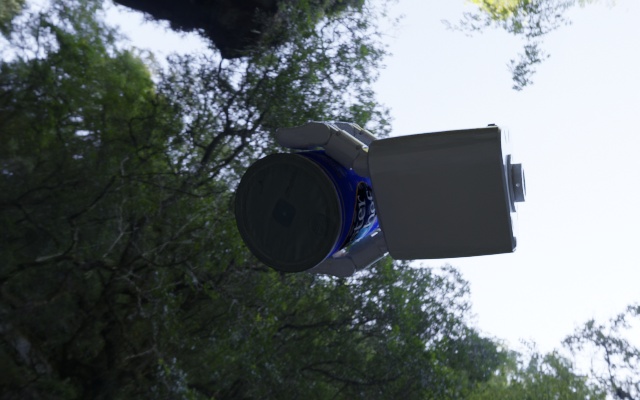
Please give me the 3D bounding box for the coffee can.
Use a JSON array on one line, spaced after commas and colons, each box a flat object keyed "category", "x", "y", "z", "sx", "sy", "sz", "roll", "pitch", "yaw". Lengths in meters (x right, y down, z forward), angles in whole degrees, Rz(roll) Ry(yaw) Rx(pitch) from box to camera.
[{"category": "coffee can", "x": 0.000, "y": 0.002, "z": 0.462, "sx": 0.103, "sy": 0.103, "sz": 0.140, "roll": 0, "pitch": 8, "yaw": 27}]
